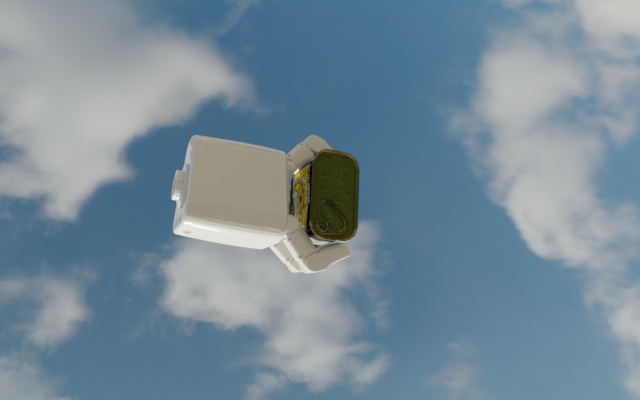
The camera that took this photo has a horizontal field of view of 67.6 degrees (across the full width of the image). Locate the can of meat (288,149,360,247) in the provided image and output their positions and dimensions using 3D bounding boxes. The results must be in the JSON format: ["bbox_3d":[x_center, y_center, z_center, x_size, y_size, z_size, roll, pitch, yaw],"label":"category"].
[{"bbox_3d":[0.000,0.002,0.558,0.057,0.102,0.084,8,-15,-23],"label":"can of meat"}]
